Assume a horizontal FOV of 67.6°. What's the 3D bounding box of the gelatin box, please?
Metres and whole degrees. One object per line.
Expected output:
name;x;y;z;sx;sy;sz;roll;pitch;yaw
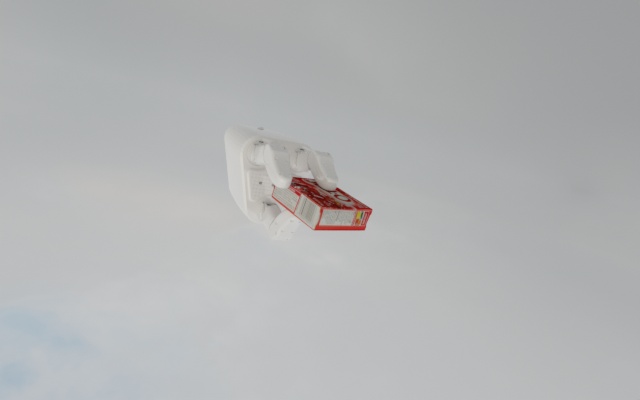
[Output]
gelatin box;0.000;0.002;0.521;0.073;0.030;0.089;4;22;-40
